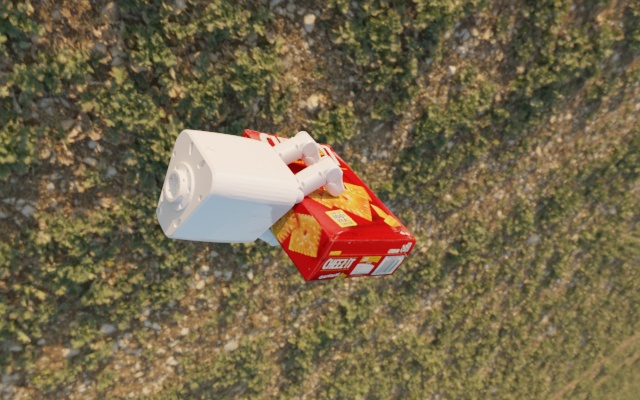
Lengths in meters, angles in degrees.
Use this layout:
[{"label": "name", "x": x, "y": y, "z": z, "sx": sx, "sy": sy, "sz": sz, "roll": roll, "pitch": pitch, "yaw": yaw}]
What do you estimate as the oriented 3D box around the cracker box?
[{"label": "cracker box", "x": 0.000, "y": 0.002, "z": 0.616, "sx": 0.164, "sy": 0.072, "sz": 0.213, "roll": 5, "pitch": 36, "yaw": -45}]
